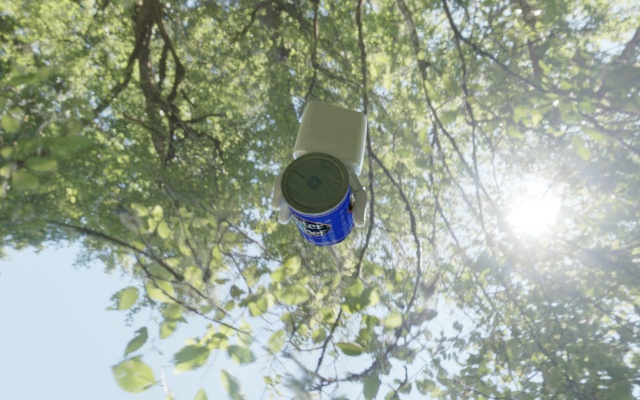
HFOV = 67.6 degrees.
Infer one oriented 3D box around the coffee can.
[{"bbox_3d":[0.000,0.003,0.764,0.103,0.102,0.140,0,-25,8],"label":"coffee can"}]
